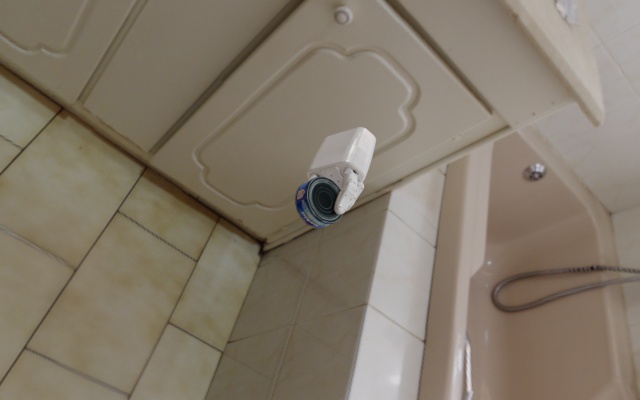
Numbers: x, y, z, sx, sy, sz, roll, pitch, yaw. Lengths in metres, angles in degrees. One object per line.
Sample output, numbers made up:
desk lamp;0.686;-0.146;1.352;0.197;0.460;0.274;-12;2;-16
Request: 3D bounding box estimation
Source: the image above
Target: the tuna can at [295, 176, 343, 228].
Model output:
tuna can;0.000;0.003;0.820;0.086;0.086;0.034;0;-16;-40
